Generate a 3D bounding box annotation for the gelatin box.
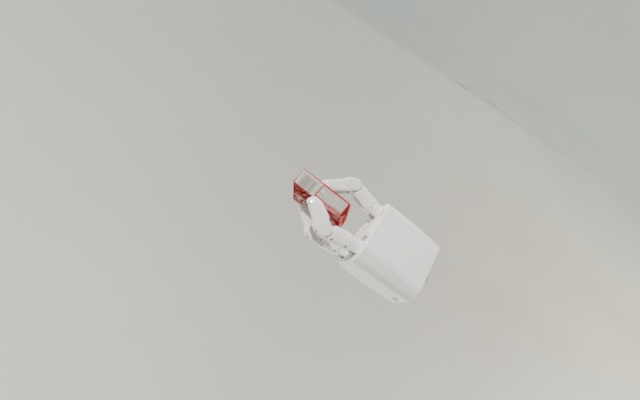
[{"bbox_3d":[0.000,0.002,0.713,0.089,0.030,0.073,38,-17,9],"label":"gelatin box"}]
